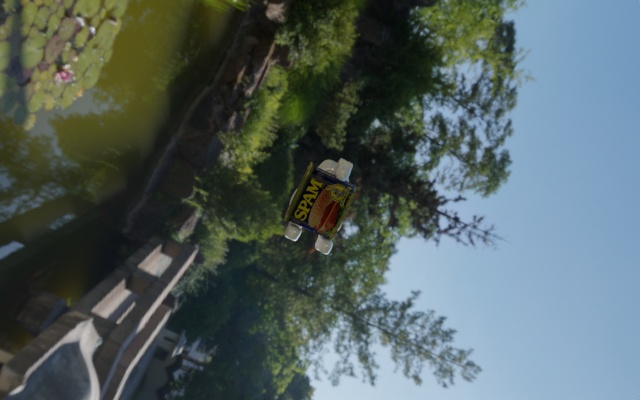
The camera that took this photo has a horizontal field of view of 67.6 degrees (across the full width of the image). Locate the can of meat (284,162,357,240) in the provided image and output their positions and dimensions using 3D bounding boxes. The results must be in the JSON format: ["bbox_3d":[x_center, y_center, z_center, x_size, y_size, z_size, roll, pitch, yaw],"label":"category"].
[{"bbox_3d":[0.000,0.003,0.768,0.084,0.102,0.057,25,11,-6],"label":"can of meat"}]
